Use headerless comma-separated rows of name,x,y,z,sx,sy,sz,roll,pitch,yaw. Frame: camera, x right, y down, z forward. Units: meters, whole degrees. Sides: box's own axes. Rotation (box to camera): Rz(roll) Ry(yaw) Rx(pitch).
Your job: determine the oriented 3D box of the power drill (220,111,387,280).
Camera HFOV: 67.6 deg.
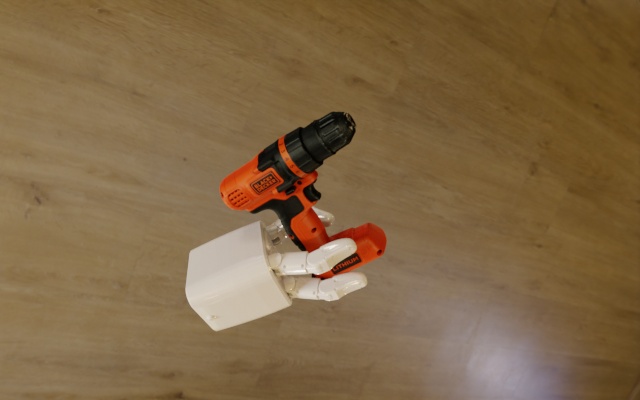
power drill,0.000,0.002,0.575,0.184,0.188,0.057,-28,25,24
